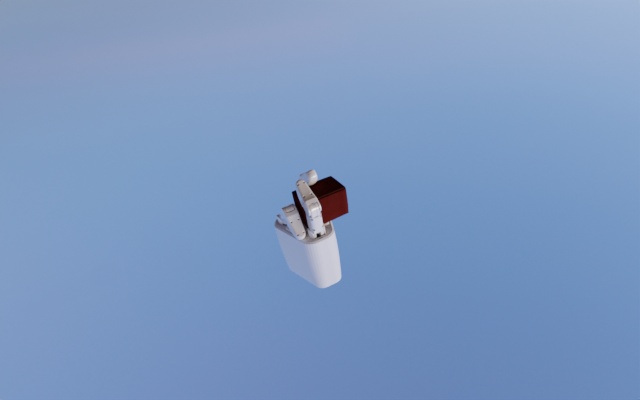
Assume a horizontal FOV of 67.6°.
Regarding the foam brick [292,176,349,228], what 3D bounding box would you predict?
[{"bbox_3d":[0.000,0.002,0.794,0.078,0.051,0.053,-23,34,-15],"label":"foam brick"}]
